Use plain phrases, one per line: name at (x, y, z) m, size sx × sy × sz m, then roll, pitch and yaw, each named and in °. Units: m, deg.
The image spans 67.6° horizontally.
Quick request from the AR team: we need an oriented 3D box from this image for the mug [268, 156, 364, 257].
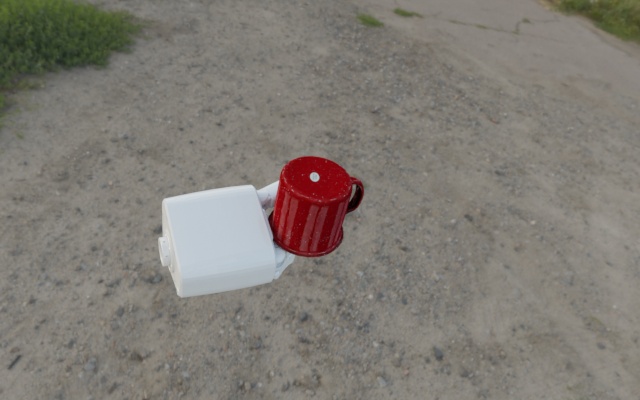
mug at (0.001, 0.001, 0.551) m, size 0.117 × 0.082 × 0.093 m, roll -11°, pitch 47°, yaw -26°
